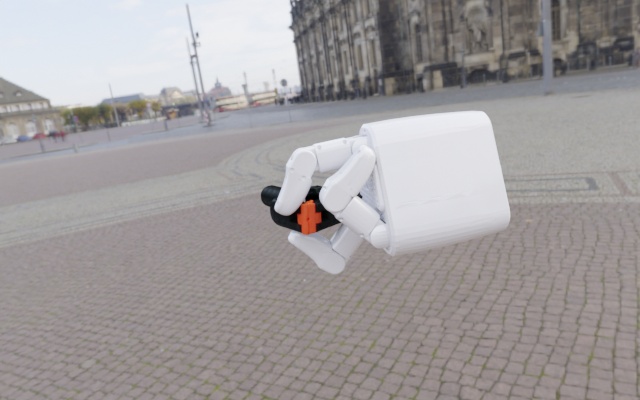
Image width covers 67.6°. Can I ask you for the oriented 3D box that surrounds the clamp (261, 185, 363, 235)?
[{"bbox_3d":[0.000,0.001,0.495,0.120,0.039,0.171,-11,13,-7],"label":"clamp"}]
